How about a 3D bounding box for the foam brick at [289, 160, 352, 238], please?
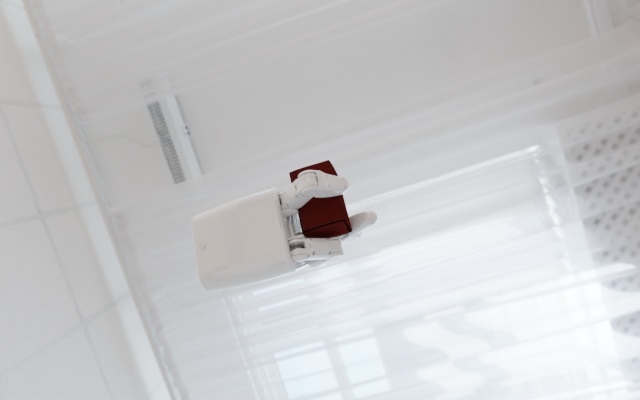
[{"bbox_3d":[0.000,0.002,0.557,0.051,0.078,0.053,-17,-22,8],"label":"foam brick"}]
